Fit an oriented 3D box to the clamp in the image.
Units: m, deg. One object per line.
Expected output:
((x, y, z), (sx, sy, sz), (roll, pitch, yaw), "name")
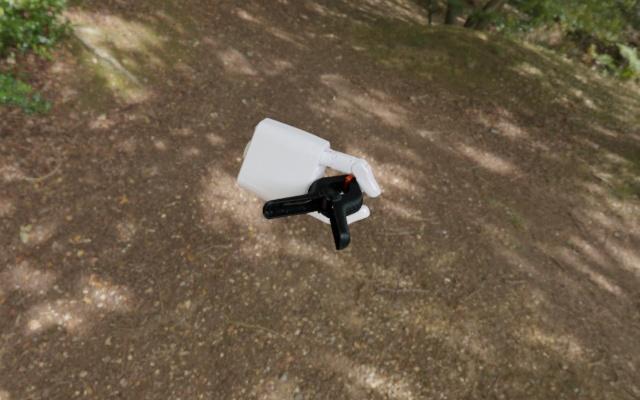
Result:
((0.000, 0.002, 0.653), (0.120, 0.039, 0.171), (23, 28, 7), "clamp")
